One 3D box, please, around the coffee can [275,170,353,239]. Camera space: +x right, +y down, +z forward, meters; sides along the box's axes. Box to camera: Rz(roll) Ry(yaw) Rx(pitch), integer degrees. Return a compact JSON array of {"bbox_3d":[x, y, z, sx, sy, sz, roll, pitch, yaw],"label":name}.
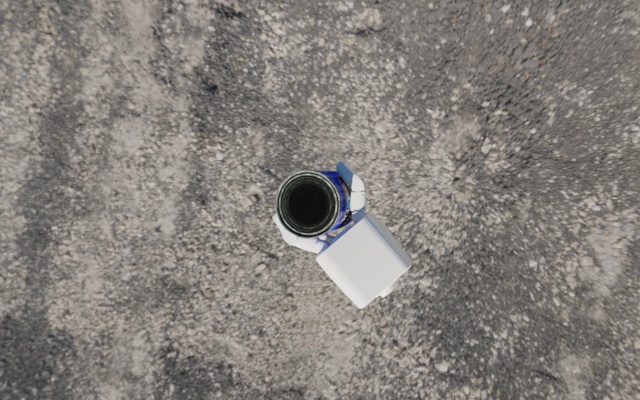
[{"bbox_3d":[0.000,0.002,0.771,0.103,0.103,0.140,0,3,17],"label":"coffee can"}]
